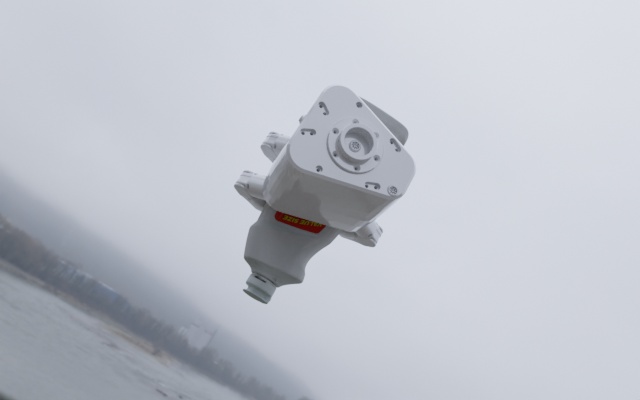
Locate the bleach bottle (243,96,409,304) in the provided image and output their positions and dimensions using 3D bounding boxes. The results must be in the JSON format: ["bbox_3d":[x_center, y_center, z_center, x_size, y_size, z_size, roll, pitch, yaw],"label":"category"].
[{"bbox_3d":[0.000,0.002,0.527,0.102,0.250,0.068,32,-22,-4],"label":"bleach bottle"}]
